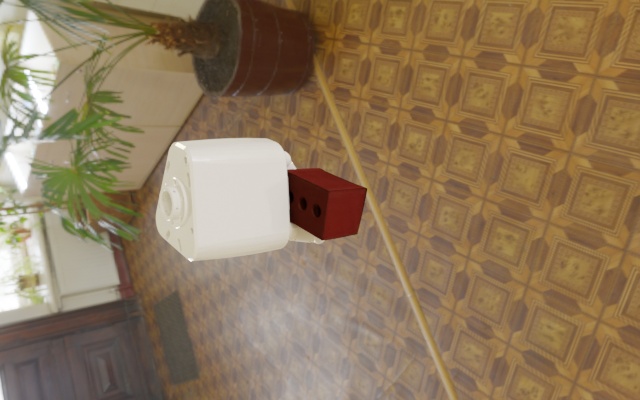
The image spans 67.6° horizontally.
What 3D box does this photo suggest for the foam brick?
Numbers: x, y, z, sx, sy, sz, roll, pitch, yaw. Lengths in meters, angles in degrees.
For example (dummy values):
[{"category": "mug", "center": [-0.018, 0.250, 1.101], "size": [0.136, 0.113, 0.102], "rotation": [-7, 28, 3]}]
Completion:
[{"category": "foam brick", "center": [0.000, 0.002, 0.497], "size": [0.051, 0.053, 0.078], "rotation": [-6, 22, -41]}]
